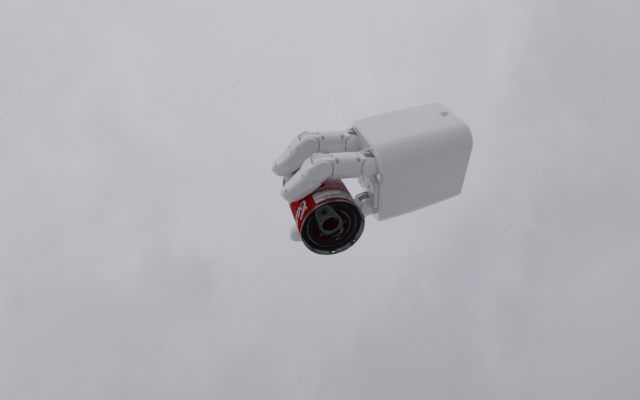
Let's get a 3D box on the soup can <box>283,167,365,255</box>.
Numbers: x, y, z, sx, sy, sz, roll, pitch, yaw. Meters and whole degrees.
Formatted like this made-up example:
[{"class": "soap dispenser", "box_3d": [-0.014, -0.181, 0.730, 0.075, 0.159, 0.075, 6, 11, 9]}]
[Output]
[{"class": "soup can", "box_3d": [0.000, 0.002, 0.523, 0.068, 0.068, 0.102, 0, 32, -18]}]
